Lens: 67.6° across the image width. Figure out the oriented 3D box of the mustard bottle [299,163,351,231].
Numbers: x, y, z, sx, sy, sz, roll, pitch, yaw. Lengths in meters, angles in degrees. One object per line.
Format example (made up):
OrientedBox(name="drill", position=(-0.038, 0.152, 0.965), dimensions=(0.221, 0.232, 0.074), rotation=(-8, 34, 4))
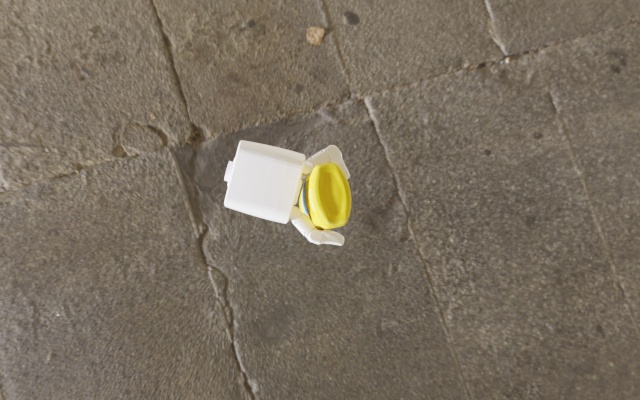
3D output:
OrientedBox(name="mustard bottle", position=(0.001, 0.003, 0.788), dimensions=(0.058, 0.096, 0.191), rotation=(-11, -5, -12))
